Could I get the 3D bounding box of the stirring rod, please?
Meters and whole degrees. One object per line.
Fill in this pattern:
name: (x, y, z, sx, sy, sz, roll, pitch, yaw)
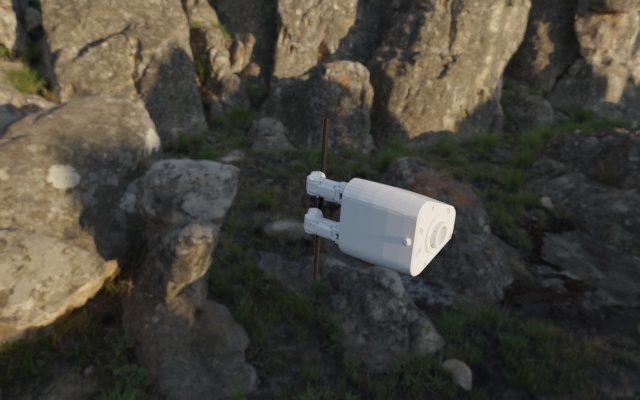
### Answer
stirring rod: (0.000, 0.002, 0.681, 0.011, 0.240, 0.011, 4, 18, -1)
